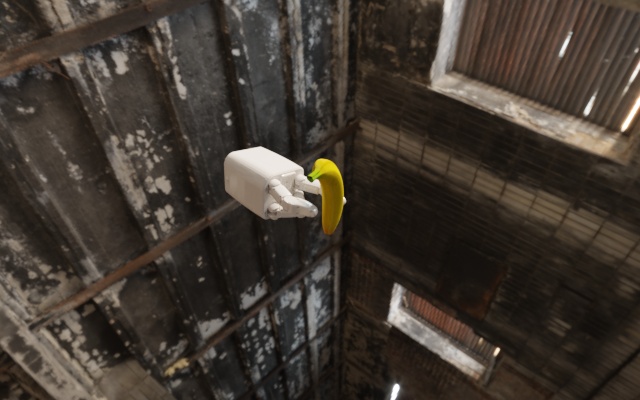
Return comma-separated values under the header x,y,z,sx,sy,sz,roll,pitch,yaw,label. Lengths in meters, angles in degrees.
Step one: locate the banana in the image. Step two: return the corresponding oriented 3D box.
x,y,z,sx,sy,sz,roll,pitch,yaw,label
0.011,-0.013,0.795,0.037,0.069,0.198,31,-20,26,banana
